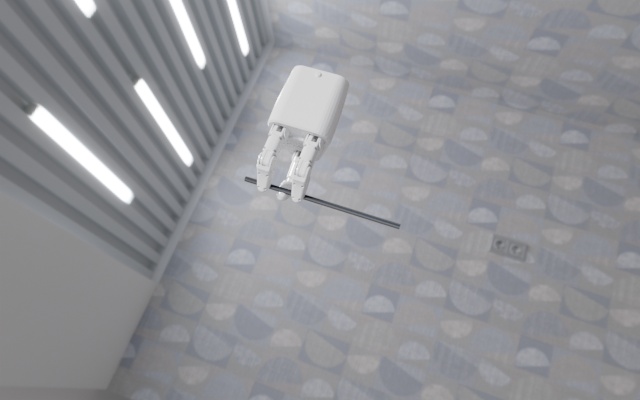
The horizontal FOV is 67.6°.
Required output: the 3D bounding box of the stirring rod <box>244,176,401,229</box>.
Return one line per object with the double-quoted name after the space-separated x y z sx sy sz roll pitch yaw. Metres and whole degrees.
0.000 0.002 0.701 0.239 0.011 0.011 17 3 9 "stirring rod"
